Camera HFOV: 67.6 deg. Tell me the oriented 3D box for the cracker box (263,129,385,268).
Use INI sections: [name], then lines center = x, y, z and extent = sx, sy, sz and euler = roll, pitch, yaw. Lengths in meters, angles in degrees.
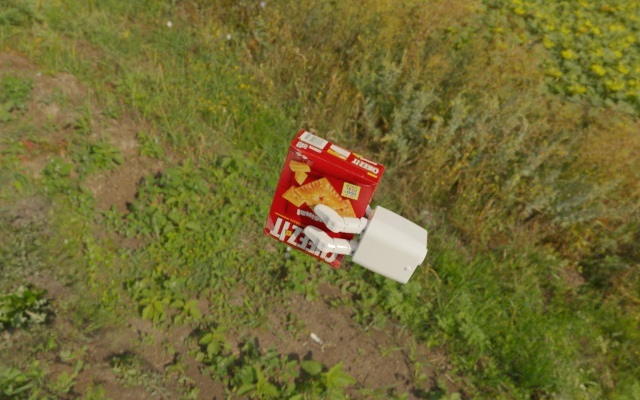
[cracker box]
center = 0.000, 0.003, 0.868
extent = 0.164, 0.214, 0.072
euler = 25, 37, 5
